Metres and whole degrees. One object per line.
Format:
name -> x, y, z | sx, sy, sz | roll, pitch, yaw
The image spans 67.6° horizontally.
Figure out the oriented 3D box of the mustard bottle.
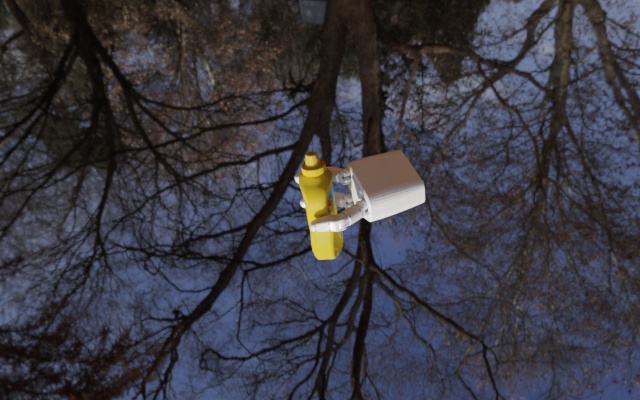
mustard bottle -> 0.000, 0.003, 0.827 | 0.058, 0.192, 0.096 | -4, 33, 10
